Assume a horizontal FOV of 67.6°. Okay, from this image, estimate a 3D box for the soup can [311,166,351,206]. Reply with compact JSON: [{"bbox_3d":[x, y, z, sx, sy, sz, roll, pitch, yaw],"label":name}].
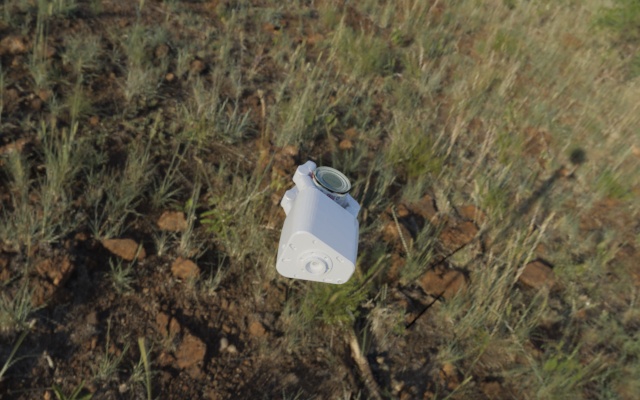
[{"bbox_3d":[0.000,0.002,0.797,0.068,0.102,0.068,19,35,-13],"label":"soup can"}]
